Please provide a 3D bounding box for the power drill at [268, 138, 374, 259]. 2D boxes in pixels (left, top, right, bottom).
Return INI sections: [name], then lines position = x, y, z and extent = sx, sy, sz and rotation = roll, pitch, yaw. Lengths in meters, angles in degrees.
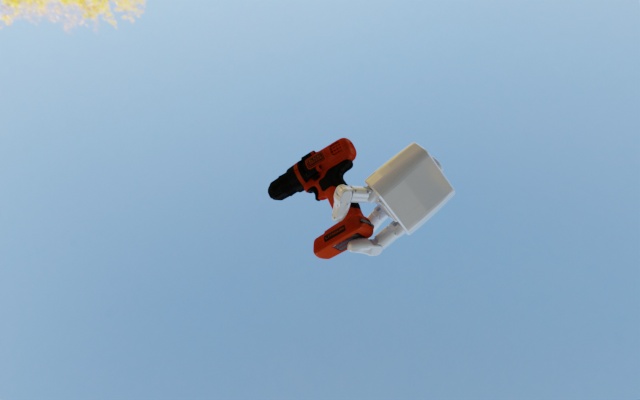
[power drill]
position = 0.001, 0.003, 0.830
extent = 0.184, 0.187, 0.057
rotation = -31, -29, 20
